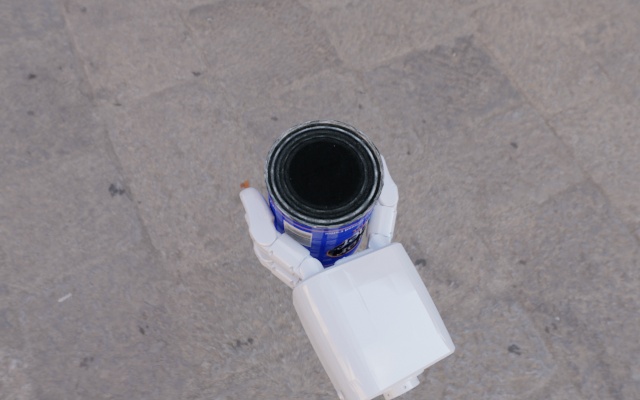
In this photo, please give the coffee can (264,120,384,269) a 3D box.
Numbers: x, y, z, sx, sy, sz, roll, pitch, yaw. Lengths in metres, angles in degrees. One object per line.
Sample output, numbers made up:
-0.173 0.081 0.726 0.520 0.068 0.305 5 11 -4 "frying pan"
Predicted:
0.000 0.001 0.467 0.103 0.102 0.140 0 -22 -3 "coffee can"
